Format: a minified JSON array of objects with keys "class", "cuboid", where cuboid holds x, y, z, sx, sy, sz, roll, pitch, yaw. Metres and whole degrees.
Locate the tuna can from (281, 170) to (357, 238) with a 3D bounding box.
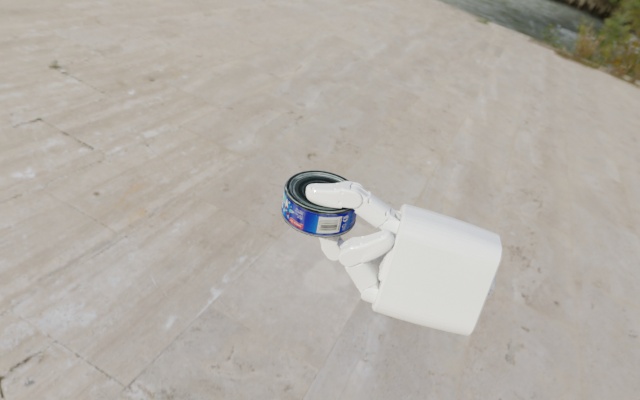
[{"class":"tuna can","cuboid":[0.000,0.001,0.531,0.086,0.034,0.086,7,34,-5]}]
